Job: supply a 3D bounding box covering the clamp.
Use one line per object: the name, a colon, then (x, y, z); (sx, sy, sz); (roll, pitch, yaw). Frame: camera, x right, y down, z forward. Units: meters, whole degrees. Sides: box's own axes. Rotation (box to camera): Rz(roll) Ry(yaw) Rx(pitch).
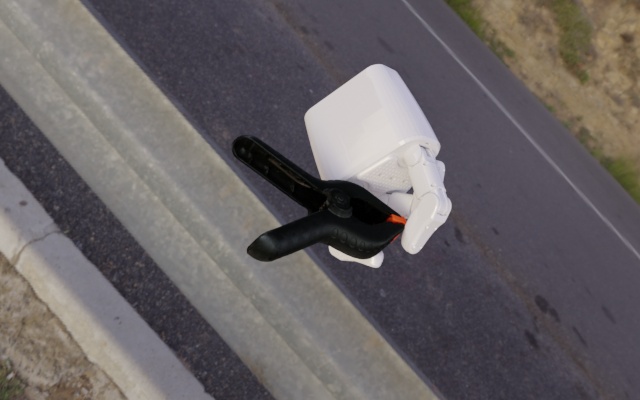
clamp: (0.001, 0.001, 0.407); (0.171, 0.120, 0.039); (10, -39, -41)
